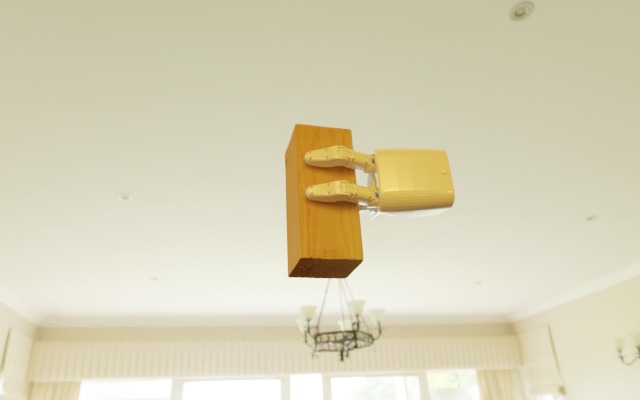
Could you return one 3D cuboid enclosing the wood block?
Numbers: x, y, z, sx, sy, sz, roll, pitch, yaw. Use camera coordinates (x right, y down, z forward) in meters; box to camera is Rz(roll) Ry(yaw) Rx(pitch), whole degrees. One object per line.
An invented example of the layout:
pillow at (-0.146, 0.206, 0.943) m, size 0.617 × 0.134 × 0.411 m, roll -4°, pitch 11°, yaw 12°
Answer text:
wood block at (0.000, 0.002, 0.700) m, size 0.090 × 0.206 × 0.091 m, roll 3°, pitch -27°, yaw -13°
